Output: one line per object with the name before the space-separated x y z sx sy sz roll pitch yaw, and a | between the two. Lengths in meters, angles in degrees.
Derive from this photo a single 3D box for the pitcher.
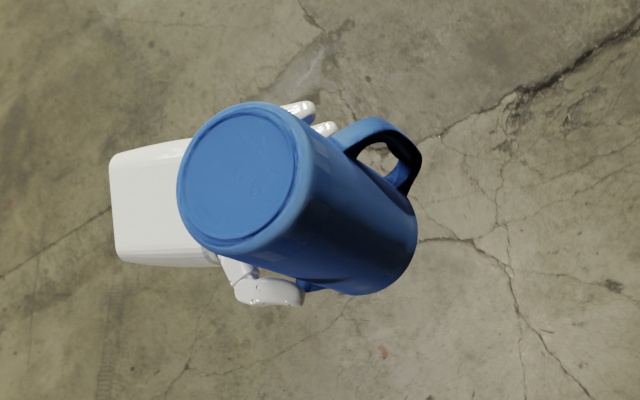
pitcher | 0.000 0.001 0.416 0.145 0.149 0.243 -4 -15 24
